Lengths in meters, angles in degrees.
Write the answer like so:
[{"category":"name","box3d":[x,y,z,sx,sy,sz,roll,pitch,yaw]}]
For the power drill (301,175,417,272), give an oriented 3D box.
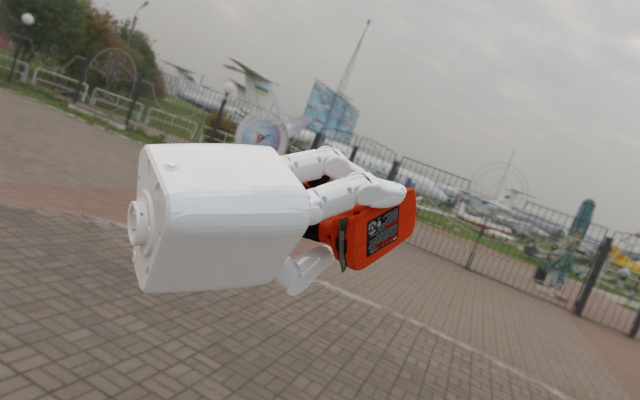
[{"category":"power drill","box3d":[0.000,0.002,0.496,0.187,0.057,0.184,14,28,38]}]
